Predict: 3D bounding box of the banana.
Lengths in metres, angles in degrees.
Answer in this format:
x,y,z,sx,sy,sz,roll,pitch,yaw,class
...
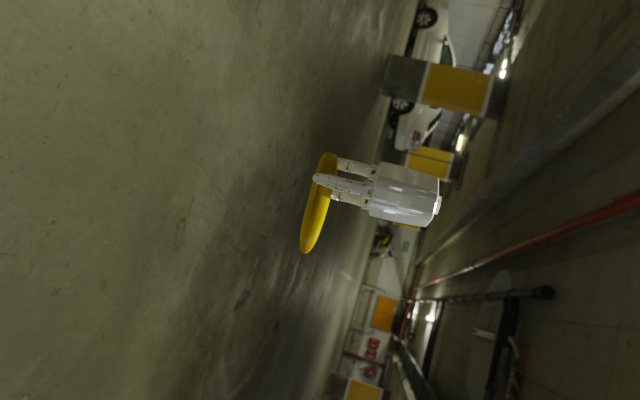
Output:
x,y,z,sx,sy,sz,roll,pitch,yaw,class
0.000,-0.006,0.833,0.037,0.197,0.070,13,-18,7,banana
